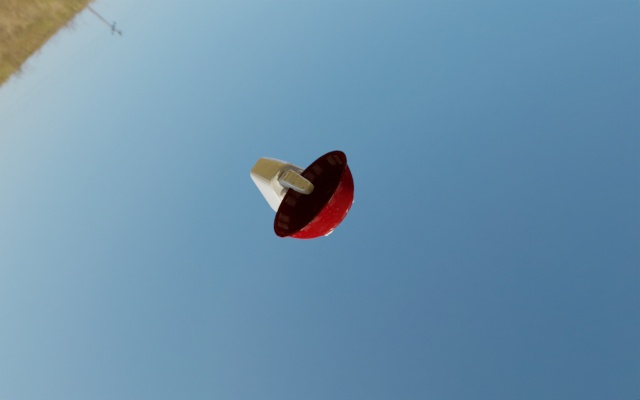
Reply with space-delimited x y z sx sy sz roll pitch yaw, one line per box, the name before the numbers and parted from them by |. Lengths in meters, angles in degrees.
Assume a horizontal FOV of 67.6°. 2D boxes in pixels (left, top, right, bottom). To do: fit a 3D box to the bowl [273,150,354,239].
bowl | 0.001 0.003 0.733 0.055 0.162 0.162 38 -17 -23
